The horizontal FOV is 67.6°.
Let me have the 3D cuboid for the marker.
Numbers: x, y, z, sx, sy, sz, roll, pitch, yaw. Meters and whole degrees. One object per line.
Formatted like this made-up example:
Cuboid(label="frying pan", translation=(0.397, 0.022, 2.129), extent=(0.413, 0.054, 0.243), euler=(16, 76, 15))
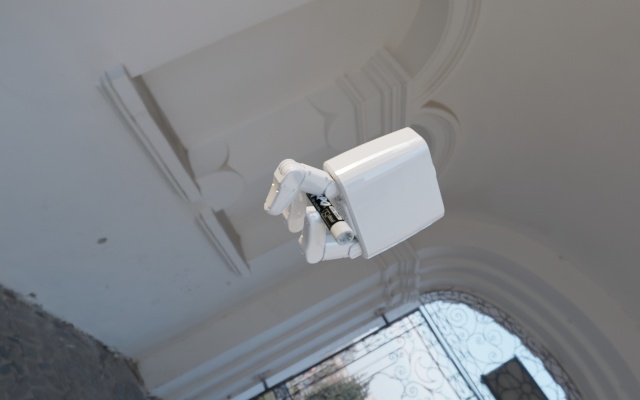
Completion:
Cuboid(label="marker", translation=(0.000, 0.002, 0.498), extent=(0.020, 0.020, 0.121), euler=(0, 35, -29))
